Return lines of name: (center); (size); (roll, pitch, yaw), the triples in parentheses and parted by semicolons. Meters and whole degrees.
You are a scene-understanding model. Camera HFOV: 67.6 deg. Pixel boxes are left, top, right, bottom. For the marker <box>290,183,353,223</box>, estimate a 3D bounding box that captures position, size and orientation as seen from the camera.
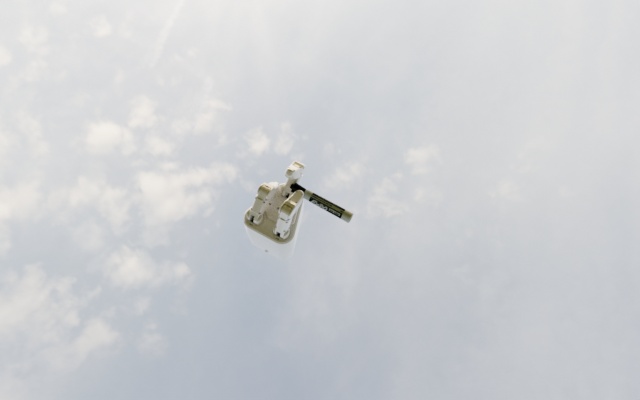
marker: (0.000, 0.003, 0.828); (0.121, 0.020, 0.020); (28, 5, 10)
